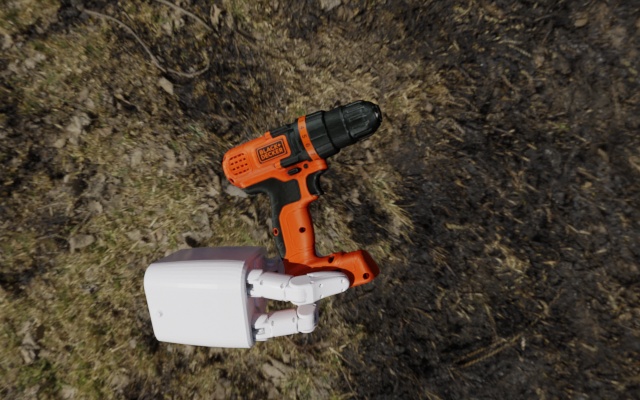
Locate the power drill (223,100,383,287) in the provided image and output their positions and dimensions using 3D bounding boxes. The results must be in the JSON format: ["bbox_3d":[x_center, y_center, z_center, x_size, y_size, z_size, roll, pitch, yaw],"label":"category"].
[{"bbox_3d":[0.000,0.002,0.515,0.184,0.187,0.057,-19,-4,19],"label":"power drill"}]
